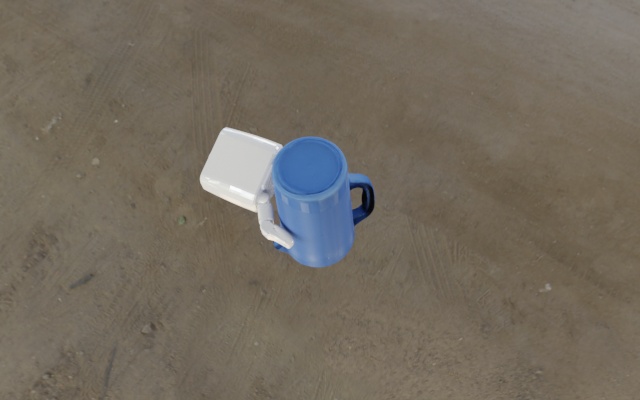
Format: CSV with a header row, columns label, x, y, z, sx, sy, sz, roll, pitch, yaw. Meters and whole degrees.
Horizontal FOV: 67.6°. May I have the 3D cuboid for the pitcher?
label,x,y,z,sx,sy,sz,roll,pitch,yaw
pitcher,0.000,0.003,0.771,0.145,0.149,0.243,22,-24,13
